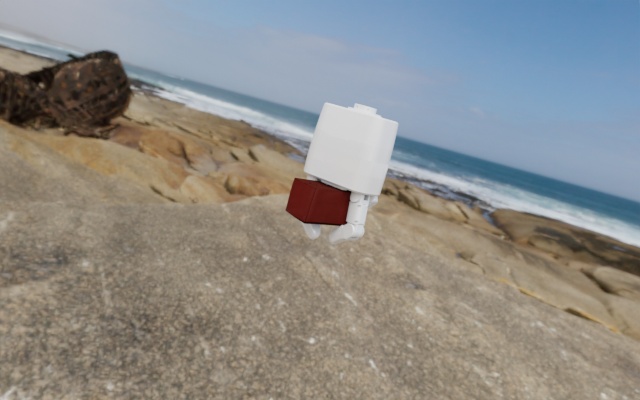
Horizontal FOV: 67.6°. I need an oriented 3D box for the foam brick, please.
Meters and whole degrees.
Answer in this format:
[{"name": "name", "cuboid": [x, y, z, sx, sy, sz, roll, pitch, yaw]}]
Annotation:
[{"name": "foam brick", "cuboid": [0.000, 0.002, 0.671, 0.078, 0.051, 0.053, 6, 15, -40]}]
